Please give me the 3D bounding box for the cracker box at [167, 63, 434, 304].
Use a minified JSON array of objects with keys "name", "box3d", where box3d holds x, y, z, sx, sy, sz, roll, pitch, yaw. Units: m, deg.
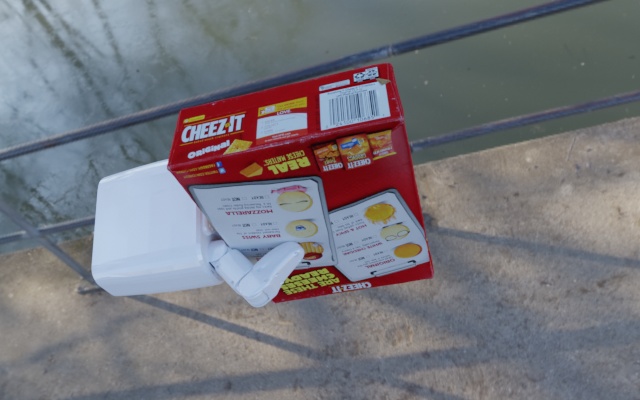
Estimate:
[{"name":"cracker box","box3d":[0.000,0.001,0.405,0.164,0.072,0.214,-11,-39,11]}]
